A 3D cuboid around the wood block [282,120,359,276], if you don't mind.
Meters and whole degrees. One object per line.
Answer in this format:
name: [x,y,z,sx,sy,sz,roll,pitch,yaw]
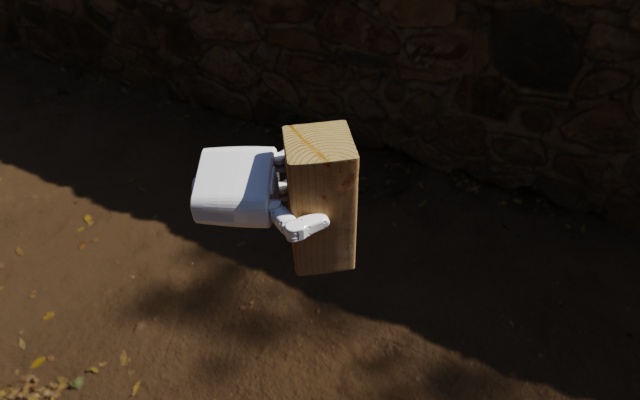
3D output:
wood block: [0.000,0.002,0.674,0.090,0.206,0.090,-6,42,-5]
